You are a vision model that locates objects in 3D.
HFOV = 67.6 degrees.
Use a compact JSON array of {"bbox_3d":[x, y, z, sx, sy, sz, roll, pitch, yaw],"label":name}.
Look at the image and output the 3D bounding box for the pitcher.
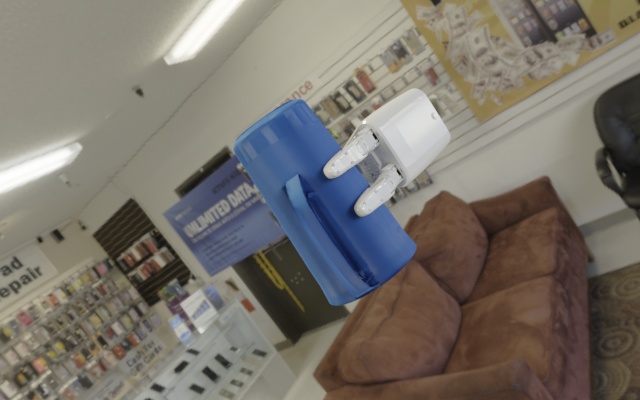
[{"bbox_3d":[0.000,0.002,0.589,0.145,0.243,0.149,-39,7,-30],"label":"pitcher"}]
